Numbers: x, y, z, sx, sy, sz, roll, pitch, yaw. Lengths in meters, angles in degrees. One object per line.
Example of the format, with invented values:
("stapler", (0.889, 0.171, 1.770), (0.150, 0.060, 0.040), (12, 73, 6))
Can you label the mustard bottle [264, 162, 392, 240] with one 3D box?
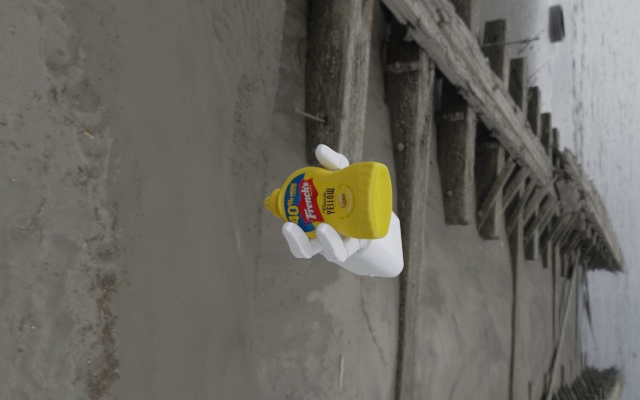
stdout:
("mustard bottle", (0.000, 0.002, 0.641), (0.191, 0.096, 0.058), (-2, -1, 37))
